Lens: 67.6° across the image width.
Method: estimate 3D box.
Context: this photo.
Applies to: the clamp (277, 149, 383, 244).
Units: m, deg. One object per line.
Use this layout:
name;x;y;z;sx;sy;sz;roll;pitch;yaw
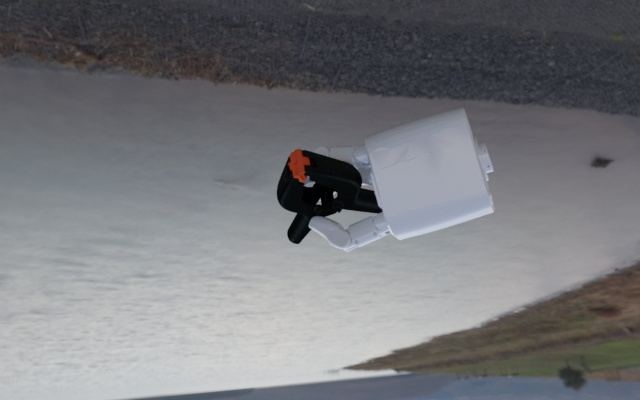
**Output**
clamp;0.000;0.002;0.553;0.164;0.036;0.210;-20;-25;18
